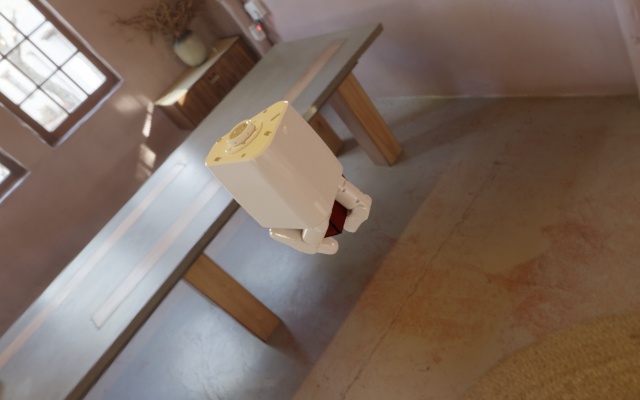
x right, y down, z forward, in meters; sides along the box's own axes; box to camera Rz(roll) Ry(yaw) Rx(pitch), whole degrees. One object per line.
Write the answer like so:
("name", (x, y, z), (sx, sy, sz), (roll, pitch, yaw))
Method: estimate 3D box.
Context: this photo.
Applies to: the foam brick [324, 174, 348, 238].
("foam brick", (0.000, 0.002, 0.585), (0.053, 0.078, 0.051), (-17, -51, 34))
